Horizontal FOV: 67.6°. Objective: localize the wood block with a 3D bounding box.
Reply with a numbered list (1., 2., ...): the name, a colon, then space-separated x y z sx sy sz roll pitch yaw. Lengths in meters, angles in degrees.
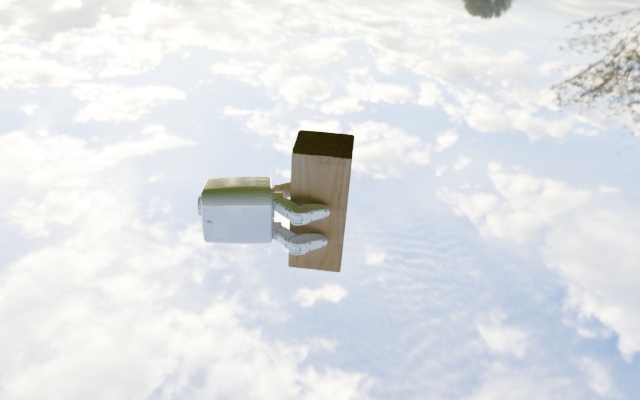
1. wood block: 0.000 0.002 0.762 0.090 0.206 0.090 6 32 2
